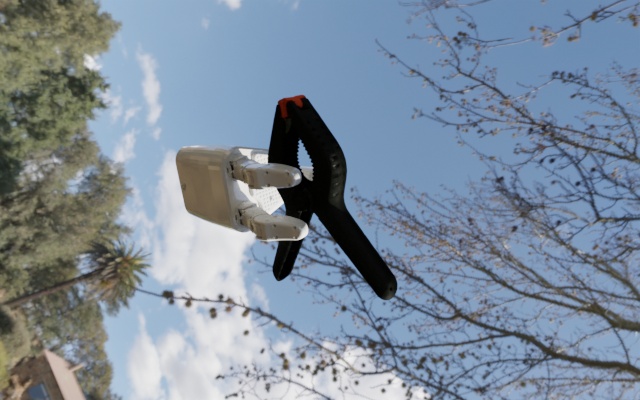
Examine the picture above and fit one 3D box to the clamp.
[{"bbox_3d":[0.000,0.001,0.478,0.164,0.210,0.036,8,23,40],"label":"clamp"}]
